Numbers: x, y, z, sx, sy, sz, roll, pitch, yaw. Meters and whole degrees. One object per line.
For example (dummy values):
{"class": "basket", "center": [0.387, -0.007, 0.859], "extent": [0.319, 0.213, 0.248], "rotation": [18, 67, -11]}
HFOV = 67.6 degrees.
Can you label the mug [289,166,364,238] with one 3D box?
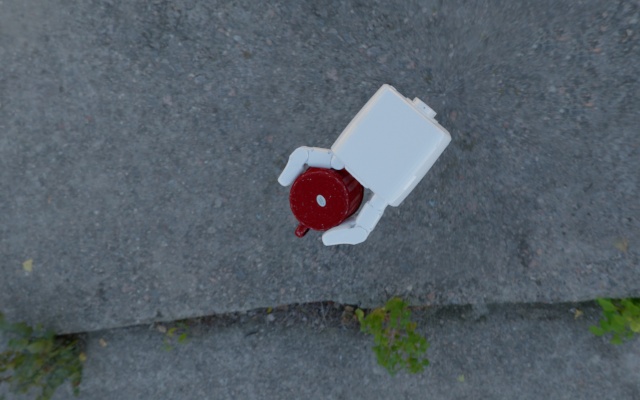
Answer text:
{"class": "mug", "center": [-0.001, 0.003, 0.646], "extent": [0.093, 0.117, 0.081], "rotation": [38, 18, 4]}
